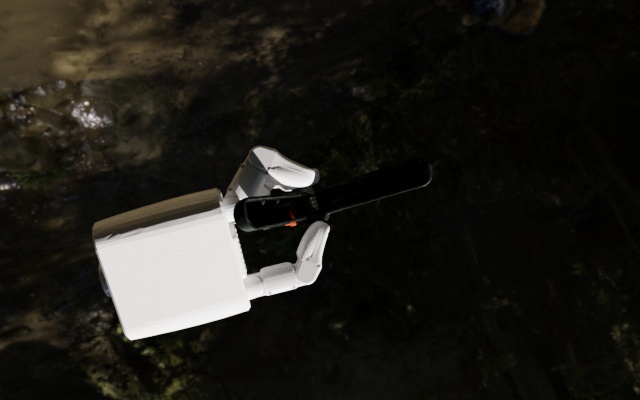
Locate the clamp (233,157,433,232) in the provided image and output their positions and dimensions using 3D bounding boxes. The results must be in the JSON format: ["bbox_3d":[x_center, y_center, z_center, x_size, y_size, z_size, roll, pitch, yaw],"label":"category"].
[{"bbox_3d":[0.000,0.002,0.453,0.164,0.036,0.210,-13,-3,-10],"label":"clamp"}]
